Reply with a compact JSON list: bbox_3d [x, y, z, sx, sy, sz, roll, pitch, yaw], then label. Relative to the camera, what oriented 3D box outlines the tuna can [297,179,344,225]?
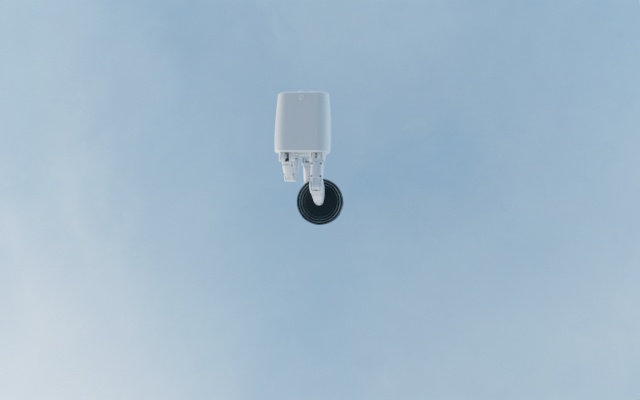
[{"bbox_3d":[0.000,0.003,0.887,0.086,0.086,0.034,0,-3,5],"label":"tuna can"}]
